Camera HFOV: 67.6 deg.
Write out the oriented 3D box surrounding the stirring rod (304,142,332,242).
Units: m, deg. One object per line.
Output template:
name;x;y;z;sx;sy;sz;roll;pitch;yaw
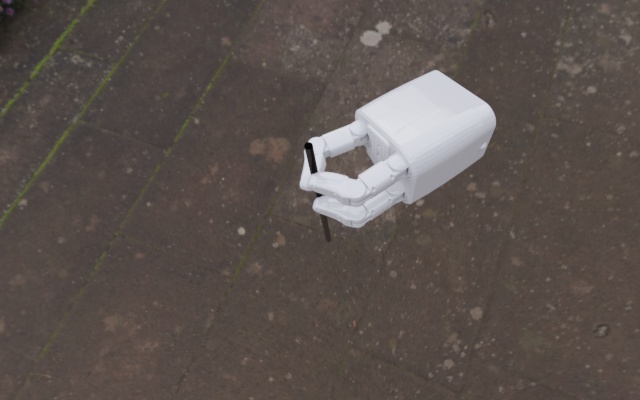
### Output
stirring rod;0.000;0.002;0.540;0.011;0.011;0.240;0;-25;6
